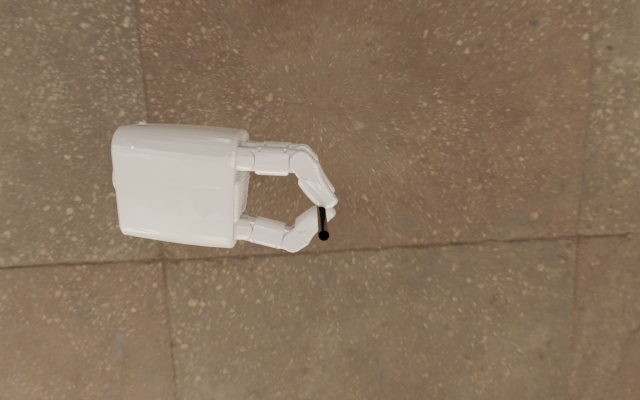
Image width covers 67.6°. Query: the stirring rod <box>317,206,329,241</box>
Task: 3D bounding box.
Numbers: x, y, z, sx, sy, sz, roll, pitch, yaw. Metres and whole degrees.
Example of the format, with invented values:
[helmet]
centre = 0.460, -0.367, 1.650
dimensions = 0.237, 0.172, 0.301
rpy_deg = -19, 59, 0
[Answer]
[stirring rod]
centre = 0.000, 0.002, 0.463
dimensions = 0.011, 0.011, 0.239
rpy_deg = 0, 11, -1
